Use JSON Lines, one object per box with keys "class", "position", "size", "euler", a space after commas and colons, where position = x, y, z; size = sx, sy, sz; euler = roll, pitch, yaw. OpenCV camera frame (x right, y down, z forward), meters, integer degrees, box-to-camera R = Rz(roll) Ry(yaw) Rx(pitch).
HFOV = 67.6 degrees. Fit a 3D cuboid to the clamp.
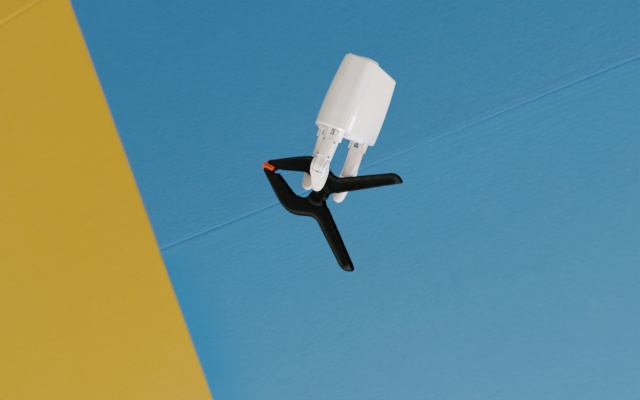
{"class": "clamp", "position": [0.000, 0.002, 0.735], "size": [0.210, 0.164, 0.036], "euler": [23, 4, 12]}
